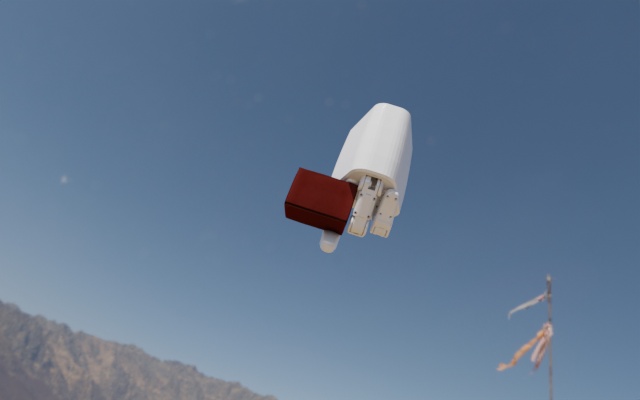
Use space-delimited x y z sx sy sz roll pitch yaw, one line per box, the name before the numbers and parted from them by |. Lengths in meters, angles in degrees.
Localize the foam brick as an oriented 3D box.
foam brick | 0.000 0.002 0.586 0.078 0.051 0.053 18 -21 2
